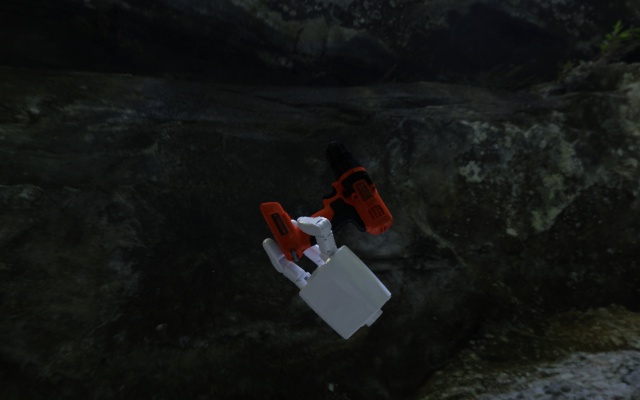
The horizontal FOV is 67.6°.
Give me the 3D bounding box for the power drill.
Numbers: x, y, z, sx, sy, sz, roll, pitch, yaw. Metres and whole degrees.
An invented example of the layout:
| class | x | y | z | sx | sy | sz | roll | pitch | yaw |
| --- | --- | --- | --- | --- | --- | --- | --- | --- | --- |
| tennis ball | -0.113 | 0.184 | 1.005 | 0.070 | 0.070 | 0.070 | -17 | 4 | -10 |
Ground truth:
| class | x | y | z | sx | sy | sz | roll | pitch | yaw |
| --- | --- | --- | --- | --- | --- | --- | --- | --- | --- |
| power drill | 0.000 | 0.003 | 0.790 | 0.187 | 0.184 | 0.057 | -26 | -27 | -7 |
